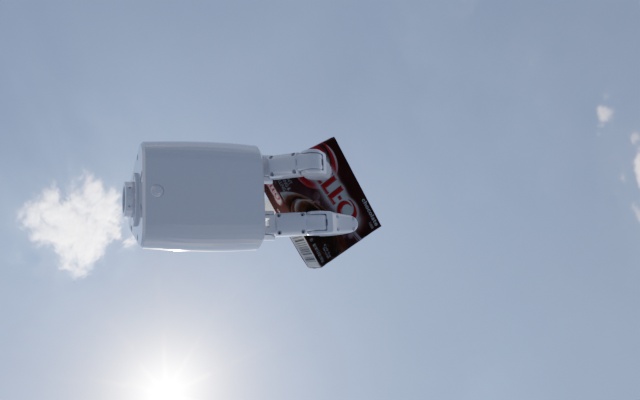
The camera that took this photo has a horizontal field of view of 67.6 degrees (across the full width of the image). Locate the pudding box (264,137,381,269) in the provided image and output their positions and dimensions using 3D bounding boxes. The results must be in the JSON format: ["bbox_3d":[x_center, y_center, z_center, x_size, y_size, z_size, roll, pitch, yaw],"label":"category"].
[{"bbox_3d":[0.000,0.002,0.503,0.090,0.113,0.039,-31,7,-29],"label":"pudding box"}]
